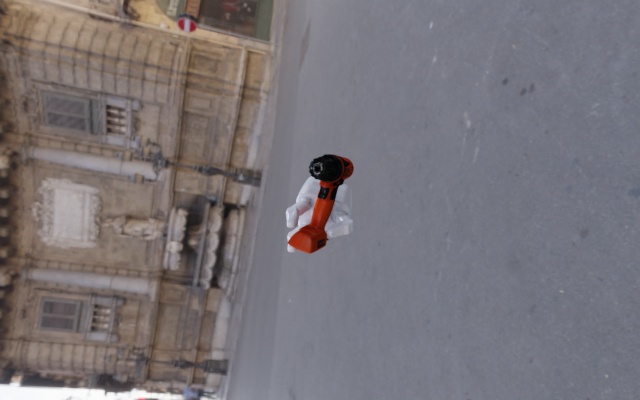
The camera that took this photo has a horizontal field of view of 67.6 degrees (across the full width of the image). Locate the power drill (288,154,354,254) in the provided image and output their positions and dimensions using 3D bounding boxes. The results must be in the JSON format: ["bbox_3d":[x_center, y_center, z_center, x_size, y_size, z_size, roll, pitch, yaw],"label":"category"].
[{"bbox_3d":[0.000,0.003,0.900,0.057,0.188,0.184,24,11,16],"label":"power drill"}]
